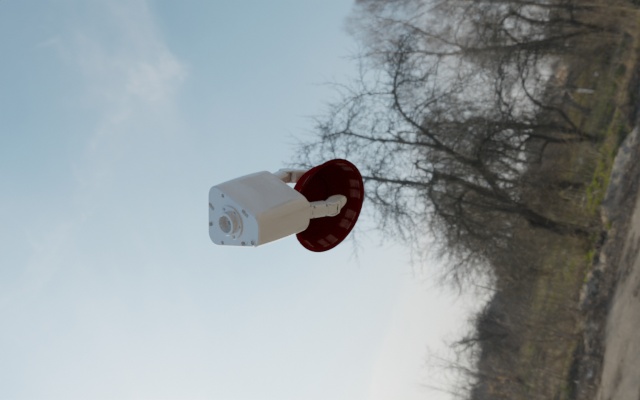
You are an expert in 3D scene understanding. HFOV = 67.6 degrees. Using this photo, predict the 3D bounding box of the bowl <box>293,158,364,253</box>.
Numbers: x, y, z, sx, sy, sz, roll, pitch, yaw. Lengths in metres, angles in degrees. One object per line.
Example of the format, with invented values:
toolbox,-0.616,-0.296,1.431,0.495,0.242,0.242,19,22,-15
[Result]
bowl,0.001,0.003,0.801,0.162,0.162,0.055,0,17,-45
